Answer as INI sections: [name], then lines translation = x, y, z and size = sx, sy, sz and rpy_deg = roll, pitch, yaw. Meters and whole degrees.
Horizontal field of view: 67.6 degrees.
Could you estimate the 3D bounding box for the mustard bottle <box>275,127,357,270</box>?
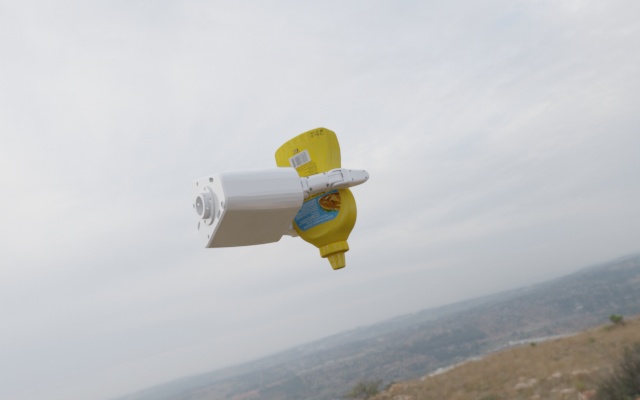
[mustard bottle]
translation = 0.000, 0.002, 0.663
size = 0.096, 0.191, 0.058
rpy_deg = -24, -17, 27
